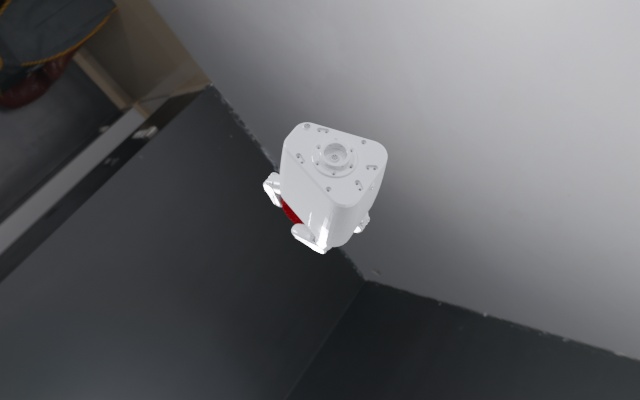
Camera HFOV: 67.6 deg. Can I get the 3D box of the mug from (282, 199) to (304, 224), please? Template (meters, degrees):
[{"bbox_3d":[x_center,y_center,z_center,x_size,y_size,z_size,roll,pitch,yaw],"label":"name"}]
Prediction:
[{"bbox_3d":[0.000,0.003,0.667,0.093,0.081,0.117,32,-25,12],"label":"mug"}]
